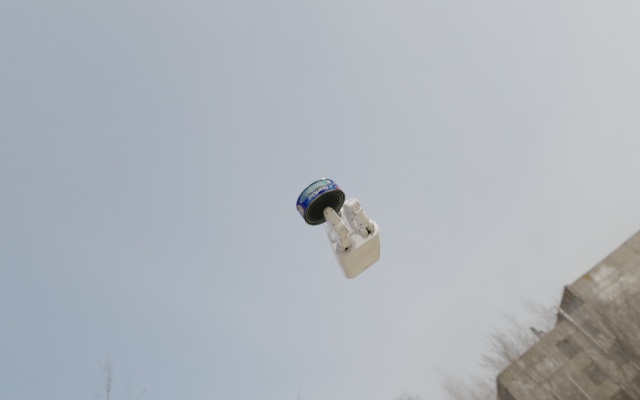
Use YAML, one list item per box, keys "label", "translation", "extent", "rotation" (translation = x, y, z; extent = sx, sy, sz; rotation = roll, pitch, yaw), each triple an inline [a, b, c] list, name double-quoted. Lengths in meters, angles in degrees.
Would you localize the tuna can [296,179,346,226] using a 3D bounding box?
- label: "tuna can"
  translation: [0.000, 0.002, 0.849]
  extent: [0.086, 0.086, 0.033]
  rotation: [0, 42, -45]
